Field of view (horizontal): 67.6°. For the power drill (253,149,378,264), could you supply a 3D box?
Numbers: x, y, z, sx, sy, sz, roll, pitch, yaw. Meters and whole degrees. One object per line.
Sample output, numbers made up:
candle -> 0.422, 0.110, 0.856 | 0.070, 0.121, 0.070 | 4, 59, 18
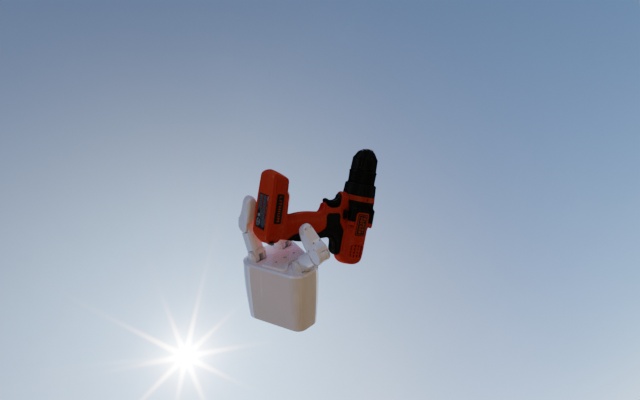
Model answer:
power drill -> 0.000, 0.003, 0.721 | 0.187, 0.184, 0.057 | 7, 3, -29
